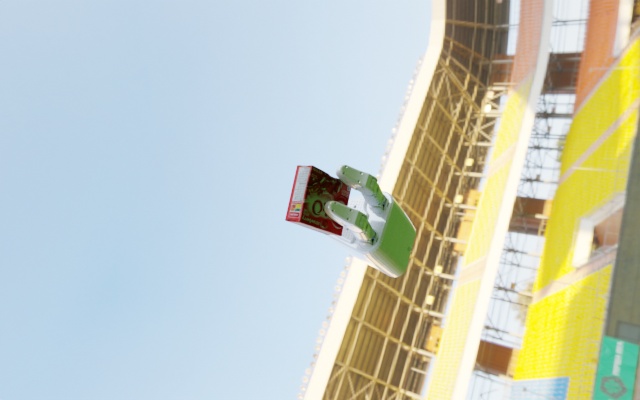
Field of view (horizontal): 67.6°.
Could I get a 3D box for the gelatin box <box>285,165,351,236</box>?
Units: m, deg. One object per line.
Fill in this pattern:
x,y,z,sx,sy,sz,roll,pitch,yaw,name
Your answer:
0.000,0.002,0.617,0.030,0.073,0.089,4,-13,41,gelatin box
